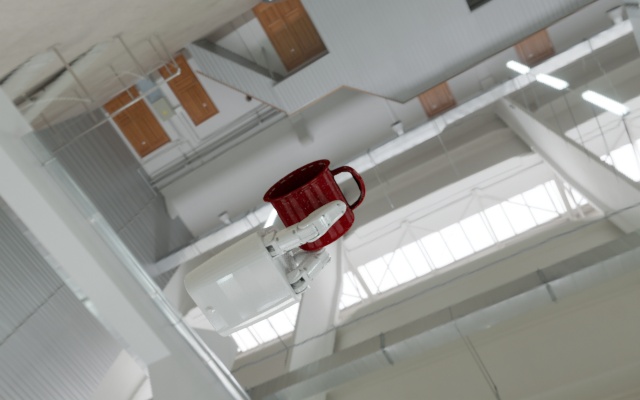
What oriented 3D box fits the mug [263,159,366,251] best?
[{"bbox_3d":[0.001,0.001,0.587,0.117,0.081,0.093,-28,18,7],"label":"mug"}]
